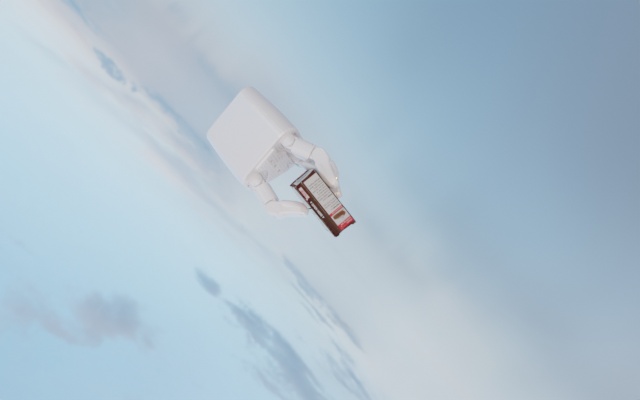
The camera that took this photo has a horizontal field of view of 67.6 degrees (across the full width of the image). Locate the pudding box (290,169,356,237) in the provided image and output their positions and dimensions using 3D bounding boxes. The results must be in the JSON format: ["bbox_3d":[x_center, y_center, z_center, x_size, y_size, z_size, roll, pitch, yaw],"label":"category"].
[{"bbox_3d":[0.000,0.002,0.667,0.039,0.090,0.113,-40,6,-2],"label":"pudding box"}]
